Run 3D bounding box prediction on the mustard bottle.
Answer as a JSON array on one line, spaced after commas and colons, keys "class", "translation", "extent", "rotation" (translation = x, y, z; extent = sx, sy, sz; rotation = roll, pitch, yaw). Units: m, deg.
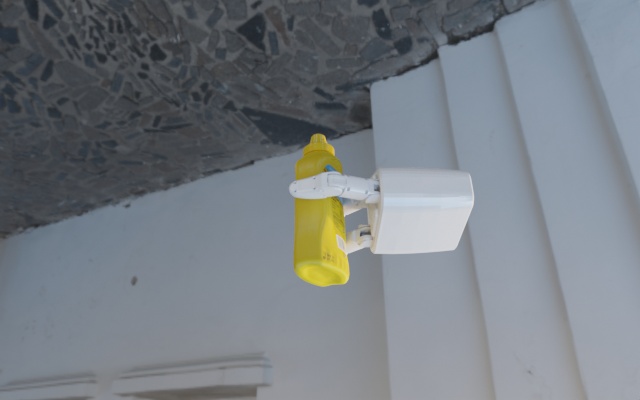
[{"class": "mustard bottle", "translation": [0.000, 0.002, 0.589], "extent": [0.058, 0.191, 0.096], "rotation": [-11, -27, 19]}]
